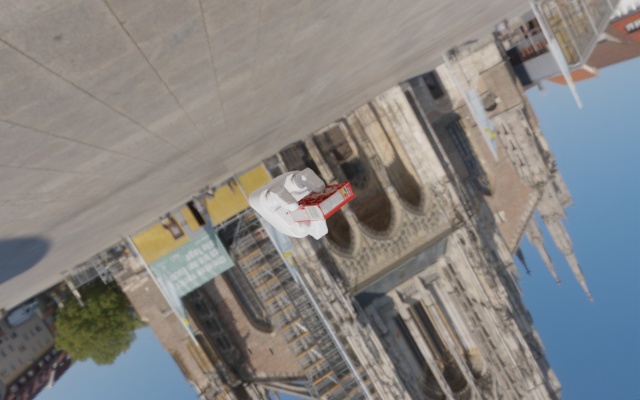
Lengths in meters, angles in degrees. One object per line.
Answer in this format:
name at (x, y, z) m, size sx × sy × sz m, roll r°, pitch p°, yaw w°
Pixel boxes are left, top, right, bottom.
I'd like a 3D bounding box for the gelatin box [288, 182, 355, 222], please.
gelatin box at (0.001, 0.003, 0.761) m, size 0.073 × 0.030 × 0.089 m, roll -36°, pitch 16°, yaw -32°
